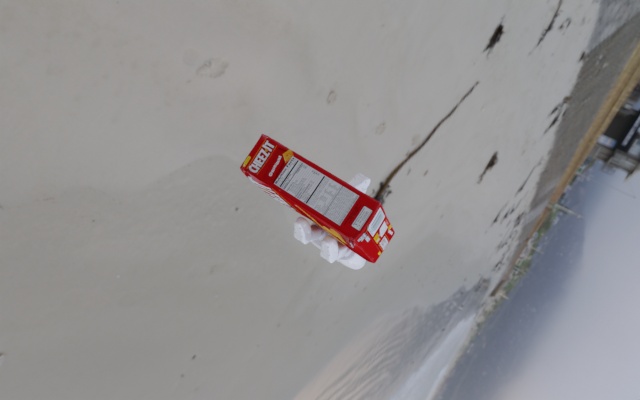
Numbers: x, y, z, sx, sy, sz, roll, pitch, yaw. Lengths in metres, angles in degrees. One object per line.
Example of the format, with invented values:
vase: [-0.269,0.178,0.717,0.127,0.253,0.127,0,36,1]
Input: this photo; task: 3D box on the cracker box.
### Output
cracker box: [0.000,0.002,0.734,0.213,0.072,0.164,31,-7,22]
